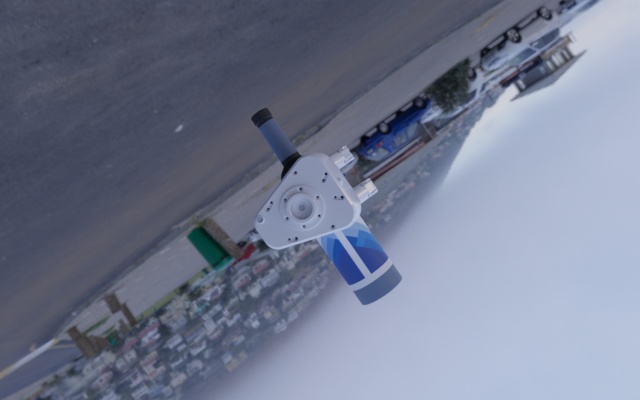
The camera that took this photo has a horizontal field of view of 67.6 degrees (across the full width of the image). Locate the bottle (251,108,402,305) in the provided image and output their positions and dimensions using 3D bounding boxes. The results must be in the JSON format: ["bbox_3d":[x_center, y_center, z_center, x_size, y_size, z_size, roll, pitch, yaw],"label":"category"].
[{"bbox_3d":[0.000,0.002,0.650,0.069,0.295,0.069,-35,0,0],"label":"bottle"}]
